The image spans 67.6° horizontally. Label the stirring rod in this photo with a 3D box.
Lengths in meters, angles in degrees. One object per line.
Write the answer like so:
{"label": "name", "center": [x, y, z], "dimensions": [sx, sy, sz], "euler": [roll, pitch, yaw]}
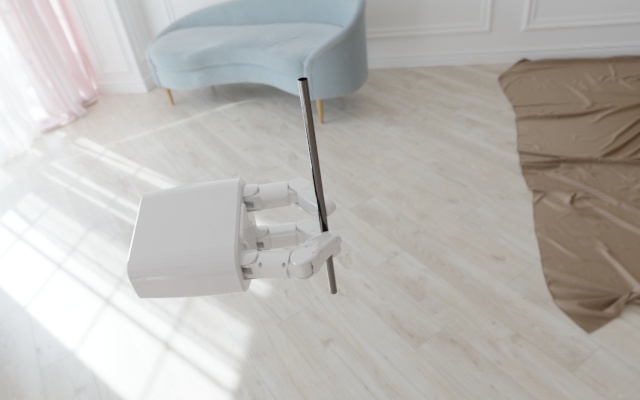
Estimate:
{"label": "stirring rod", "center": [0.000, 0.002, 0.446], "dimensions": [0.011, 0.240, 0.011], "euler": [-5, 36, 4]}
